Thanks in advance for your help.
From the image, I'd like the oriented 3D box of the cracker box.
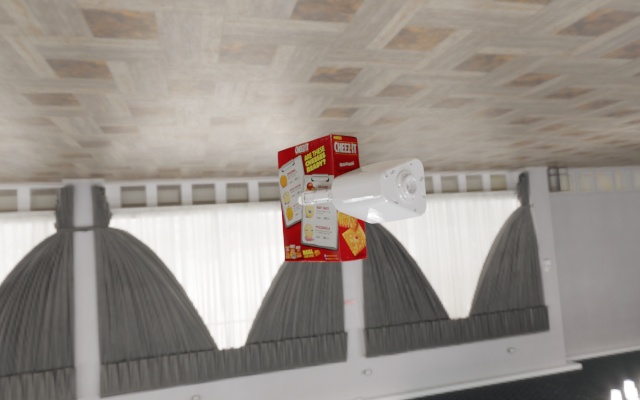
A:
[{"bbox_3d":[0.000,0.003,0.866,0.072,0.213,0.164,0,-5,-40],"label":"cracker box"}]
